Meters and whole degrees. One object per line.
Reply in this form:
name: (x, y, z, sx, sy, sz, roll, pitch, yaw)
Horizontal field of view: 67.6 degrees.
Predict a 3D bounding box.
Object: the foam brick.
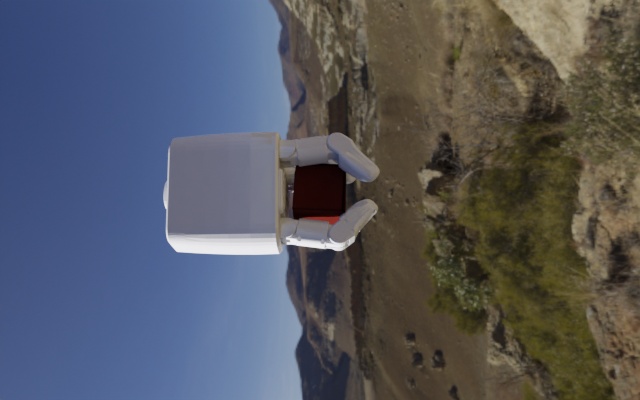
foam brick: (0.000, 0.002, 0.496, 0.051, 0.053, 0.078, 1, -25, 2)
